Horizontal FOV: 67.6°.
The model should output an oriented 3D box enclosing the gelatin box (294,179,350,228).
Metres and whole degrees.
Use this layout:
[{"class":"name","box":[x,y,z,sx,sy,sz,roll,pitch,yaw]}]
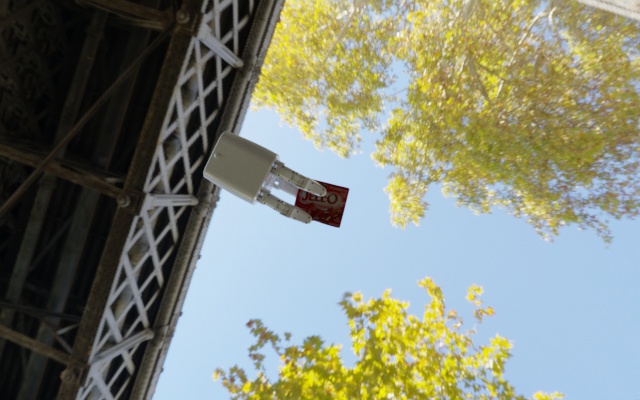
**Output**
[{"class":"gelatin box","box":[0.000,0.003,0.844,0.089,0.073,0.030,14,4,1]}]
